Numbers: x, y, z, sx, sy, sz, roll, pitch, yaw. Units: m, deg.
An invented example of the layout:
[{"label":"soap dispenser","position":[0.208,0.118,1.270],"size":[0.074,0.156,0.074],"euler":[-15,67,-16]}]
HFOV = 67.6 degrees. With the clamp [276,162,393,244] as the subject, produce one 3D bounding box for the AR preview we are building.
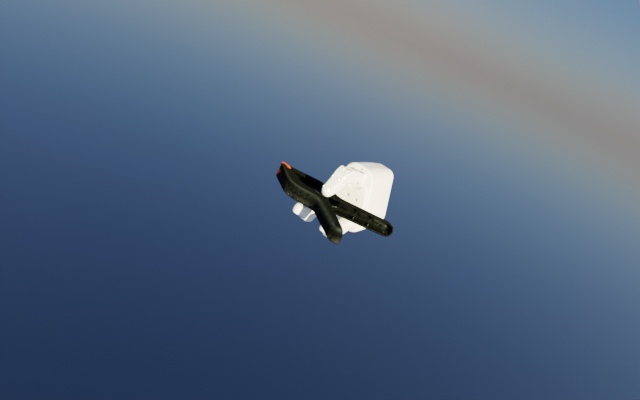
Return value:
[{"label":"clamp","position":[0.000,0.001,0.748],"size":[0.210,0.036,0.164],"euler":[35,19,23]}]
